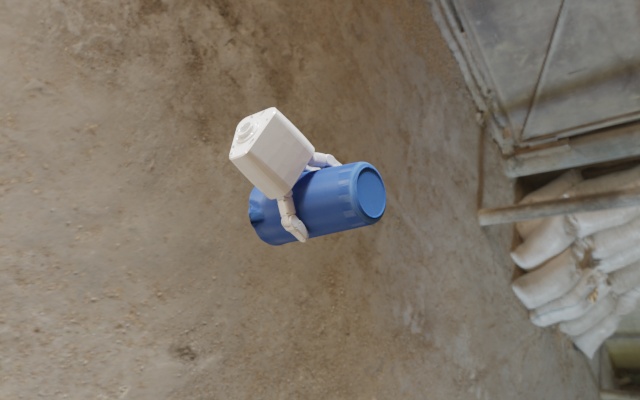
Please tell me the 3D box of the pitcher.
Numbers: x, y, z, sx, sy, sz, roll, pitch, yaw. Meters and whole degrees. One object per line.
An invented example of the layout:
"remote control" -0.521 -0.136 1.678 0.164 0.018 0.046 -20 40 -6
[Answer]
"pitcher" 0.000 0.003 0.881 0.243 0.149 0.145 -11 -45 39
